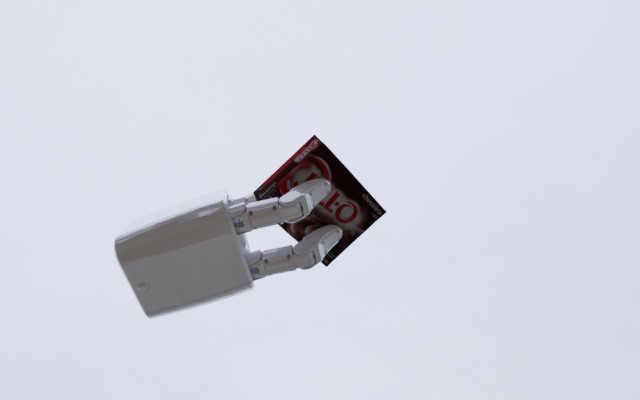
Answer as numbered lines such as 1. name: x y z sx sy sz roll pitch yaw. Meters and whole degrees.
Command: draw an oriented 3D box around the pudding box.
1. pudding box: 0.000 0.002 0.500 0.113 0.090 0.039 44 6 -30
